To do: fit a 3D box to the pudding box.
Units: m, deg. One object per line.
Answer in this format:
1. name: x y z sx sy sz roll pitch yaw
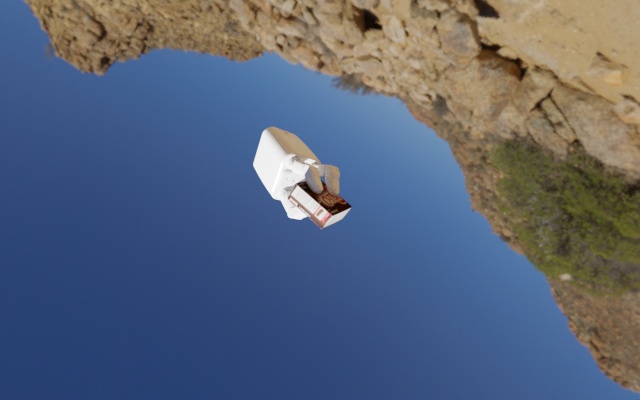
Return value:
1. pudding box: 0.000 0.003 0.893 0.090 0.039 0.113 40 22 12
